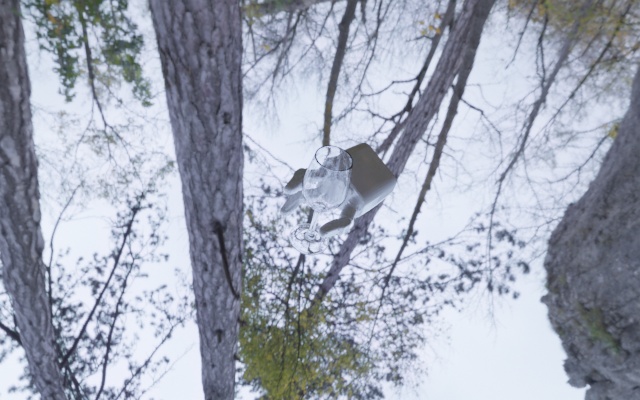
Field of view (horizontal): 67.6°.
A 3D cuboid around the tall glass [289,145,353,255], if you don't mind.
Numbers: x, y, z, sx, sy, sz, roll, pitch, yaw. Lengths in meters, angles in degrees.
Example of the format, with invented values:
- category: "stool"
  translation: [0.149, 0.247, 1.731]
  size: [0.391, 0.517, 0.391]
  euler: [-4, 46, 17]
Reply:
- category: "tall glass"
  translation: [0.000, 0.003, 0.809]
  size: [0.079, 0.079, 0.201]
  euler: [0, -43, -17]
